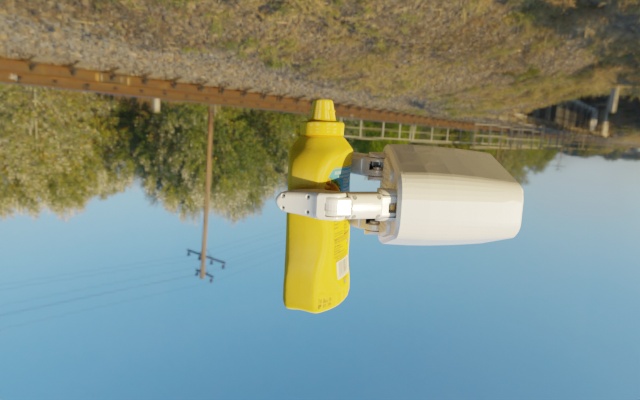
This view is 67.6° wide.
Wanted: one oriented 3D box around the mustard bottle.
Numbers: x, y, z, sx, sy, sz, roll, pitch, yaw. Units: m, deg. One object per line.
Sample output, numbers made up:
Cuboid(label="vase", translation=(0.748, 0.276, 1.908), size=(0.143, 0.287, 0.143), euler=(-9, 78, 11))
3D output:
Cuboid(label="mustard bottle", translation=(0.000, 0.002, 0.455), size=(0.058, 0.191, 0.096), euler=(5, 9, 21))
